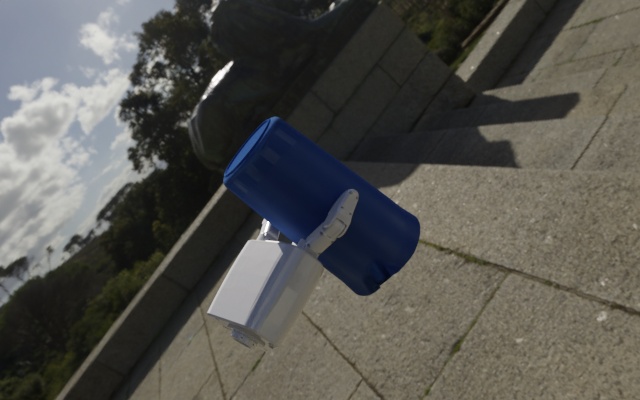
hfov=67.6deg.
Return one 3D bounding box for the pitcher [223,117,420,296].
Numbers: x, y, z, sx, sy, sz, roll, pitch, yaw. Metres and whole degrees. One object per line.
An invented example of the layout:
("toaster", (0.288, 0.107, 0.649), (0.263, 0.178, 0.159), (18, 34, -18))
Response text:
("pitcher", (0.000, 0.002, 0.626), (0.243, 0.145, 0.149), (38, -25, -18))
